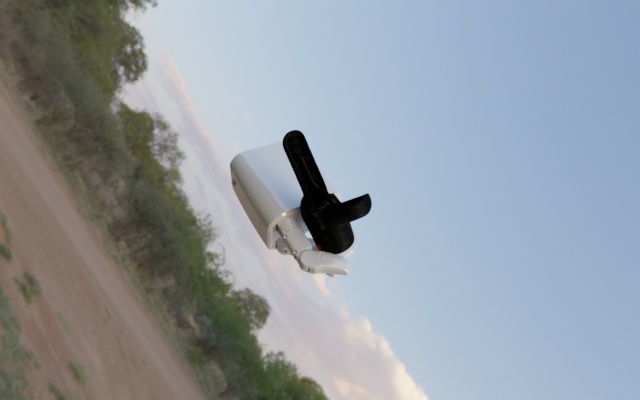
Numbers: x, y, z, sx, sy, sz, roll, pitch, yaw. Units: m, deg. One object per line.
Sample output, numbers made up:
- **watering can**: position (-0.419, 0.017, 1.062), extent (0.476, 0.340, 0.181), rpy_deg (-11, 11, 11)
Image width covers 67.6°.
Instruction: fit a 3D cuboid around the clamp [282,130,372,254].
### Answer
- **clamp**: position (0.001, 0.002, 0.522), extent (0.039, 0.120, 0.172), rpy_deg (-28, -22, -20)
